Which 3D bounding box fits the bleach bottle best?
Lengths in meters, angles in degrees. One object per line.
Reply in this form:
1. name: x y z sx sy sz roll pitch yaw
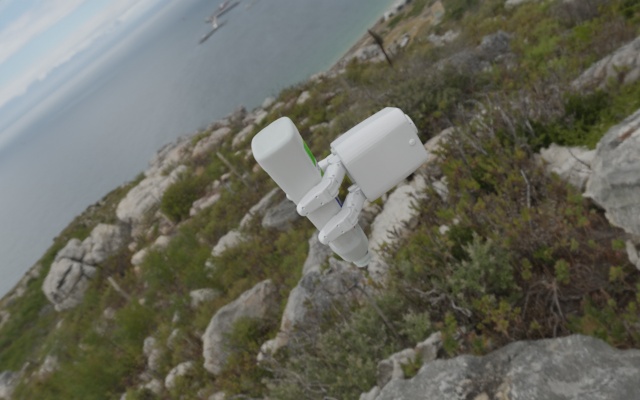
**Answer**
1. bleach bottle: 0.000 0.002 0.700 0.068 0.251 0.102 -34 29 6
